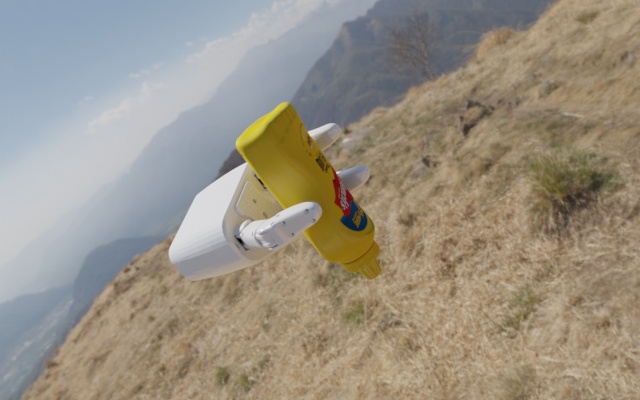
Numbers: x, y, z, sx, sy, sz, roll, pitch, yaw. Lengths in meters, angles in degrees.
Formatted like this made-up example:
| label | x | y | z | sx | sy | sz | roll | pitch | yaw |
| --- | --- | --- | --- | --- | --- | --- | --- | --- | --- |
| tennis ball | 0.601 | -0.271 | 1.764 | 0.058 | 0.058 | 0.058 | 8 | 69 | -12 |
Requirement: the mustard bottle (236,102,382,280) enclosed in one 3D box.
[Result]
| label | x | y | z | sx | sy | sz | roll | pitch | yaw |
| --- | --- | --- | --- | --- | --- | --- | --- | --- | --- |
| mustard bottle | 0.000 | 0.001 | 0.460 | 0.058 | 0.192 | 0.096 | -31 | 17 | 16 |
